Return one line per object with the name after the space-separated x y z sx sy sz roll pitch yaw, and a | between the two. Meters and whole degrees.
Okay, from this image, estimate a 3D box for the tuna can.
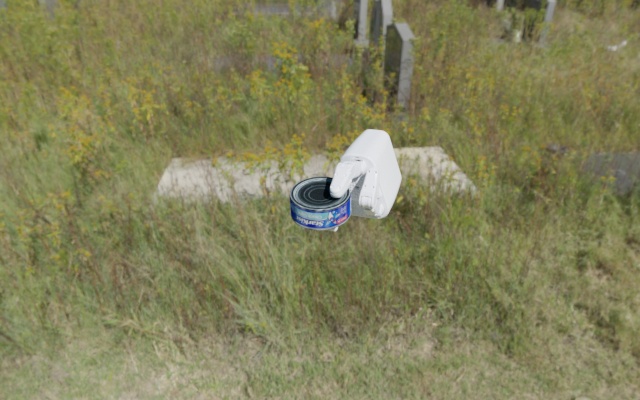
0.000 0.002 0.660 0.086 0.034 0.086 -2 35 1 | tuna can
